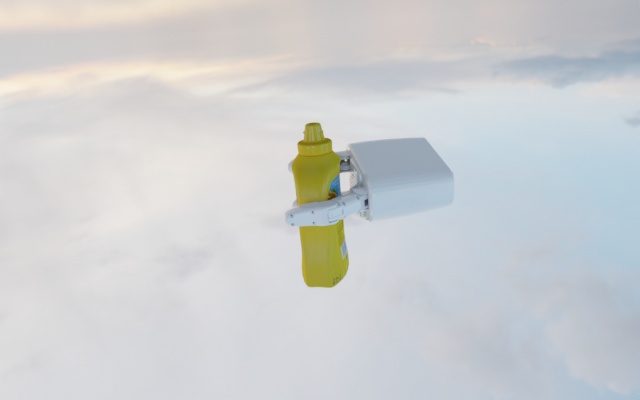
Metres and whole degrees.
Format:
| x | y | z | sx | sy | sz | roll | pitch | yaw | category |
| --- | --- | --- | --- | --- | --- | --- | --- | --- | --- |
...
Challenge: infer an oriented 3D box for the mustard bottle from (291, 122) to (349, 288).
| x | y | z | sx | sy | sz | roll | pitch | yaw | category |
| --- | --- | --- | --- | --- | --- | --- | --- | --- | --- |
| 0.000 | 0.002 | 0.577 | 0.058 | 0.192 | 0.096 | 0 | 21 | 14 | mustard bottle |
